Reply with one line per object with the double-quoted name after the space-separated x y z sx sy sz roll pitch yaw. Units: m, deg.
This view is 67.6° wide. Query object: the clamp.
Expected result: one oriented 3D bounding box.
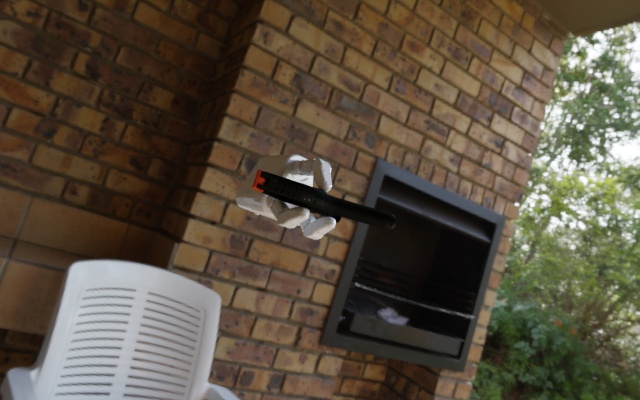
0.000 0.001 0.716 0.210 0.036 0.164 22 -10 -35 "clamp"
